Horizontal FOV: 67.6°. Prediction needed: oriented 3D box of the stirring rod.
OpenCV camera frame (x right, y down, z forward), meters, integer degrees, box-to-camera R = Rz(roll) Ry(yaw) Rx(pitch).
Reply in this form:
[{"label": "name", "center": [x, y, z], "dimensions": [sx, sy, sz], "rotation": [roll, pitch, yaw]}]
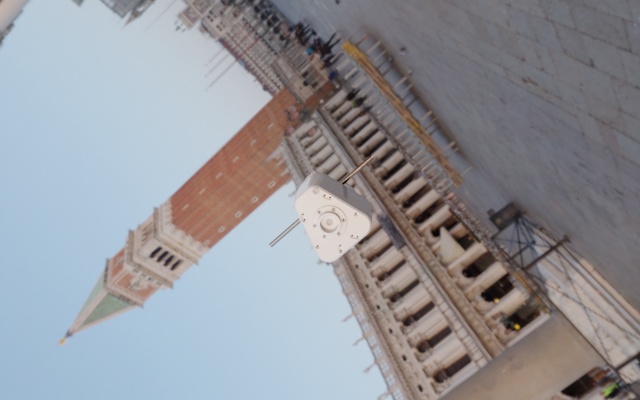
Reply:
[{"label": "stirring rod", "center": [0.000, 0.003, 0.833], "dimensions": [0.239, 0.011, 0.011], "rotation": [-41, -9, 10]}]
